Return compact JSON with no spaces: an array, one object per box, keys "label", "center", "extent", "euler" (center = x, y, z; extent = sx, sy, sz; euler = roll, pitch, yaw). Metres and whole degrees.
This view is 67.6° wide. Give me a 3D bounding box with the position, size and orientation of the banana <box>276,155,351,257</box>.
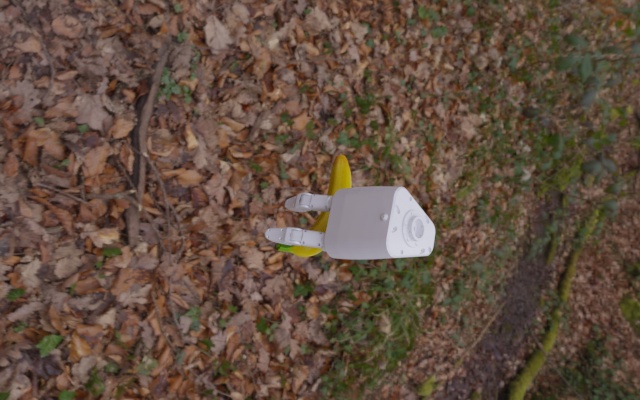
[{"label":"banana","center":[0.009,0.017,0.744],"extent":[0.037,0.197,0.070],"euler":[-3,-44,47]}]
